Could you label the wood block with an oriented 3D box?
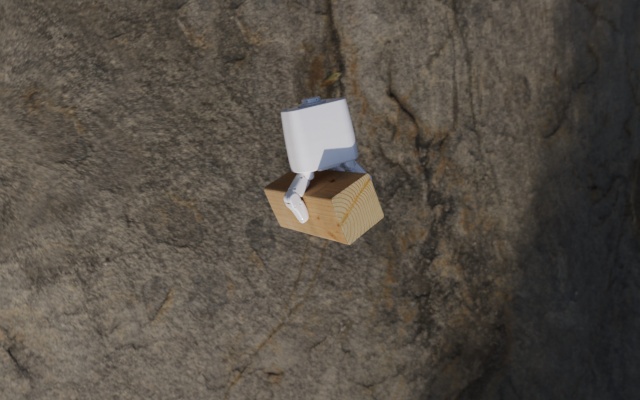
[{"bbox_3d":[0.000,0.003,0.858,0.091,0.090,0.206,-35,25,-29],"label":"wood block"}]
